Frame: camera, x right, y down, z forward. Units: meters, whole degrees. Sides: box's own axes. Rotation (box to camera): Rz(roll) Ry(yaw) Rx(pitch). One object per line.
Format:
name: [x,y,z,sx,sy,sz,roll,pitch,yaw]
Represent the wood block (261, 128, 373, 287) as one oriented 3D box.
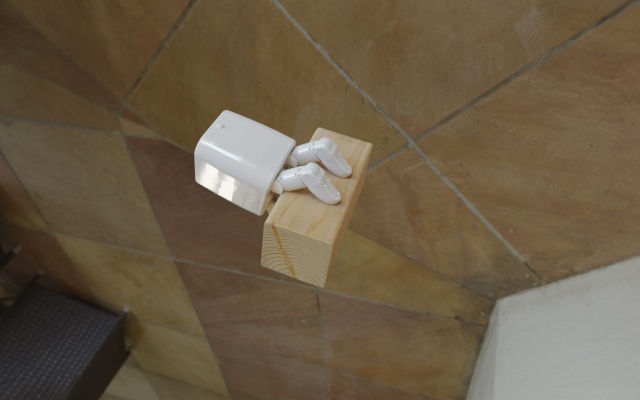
wood block: [0.000,0.002,0.660,0.090,0.091,0.206,18,46,7]
